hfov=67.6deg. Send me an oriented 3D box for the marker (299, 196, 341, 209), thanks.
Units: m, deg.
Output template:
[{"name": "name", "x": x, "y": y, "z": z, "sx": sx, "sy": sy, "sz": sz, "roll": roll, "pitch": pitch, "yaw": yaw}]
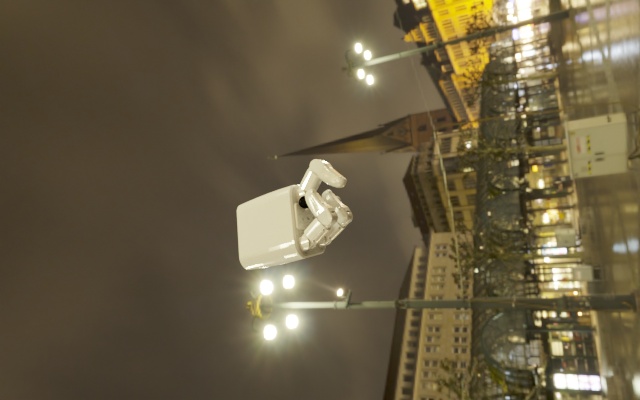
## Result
[{"name": "marker", "x": 0.000, "y": 0.002, "z": 0.740, "sx": 0.020, "sy": 0.020, "sz": 0.121, "roll": 0, "pitch": 0, "yaw": 25}]
